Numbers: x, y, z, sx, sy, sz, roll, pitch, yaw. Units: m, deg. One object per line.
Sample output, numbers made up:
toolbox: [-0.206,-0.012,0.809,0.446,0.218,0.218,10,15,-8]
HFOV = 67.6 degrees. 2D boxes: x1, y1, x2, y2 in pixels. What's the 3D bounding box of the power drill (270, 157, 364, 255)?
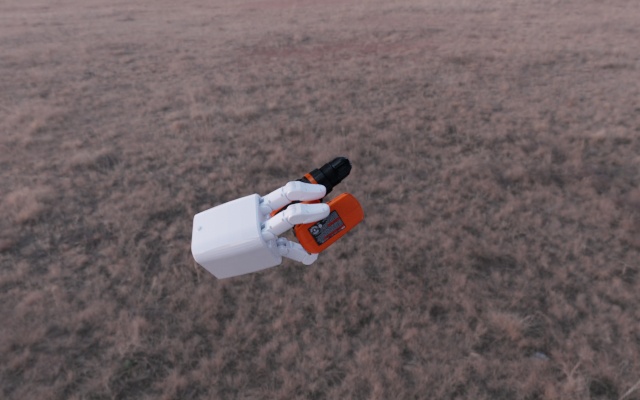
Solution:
power drill: [0.000,0.003,0.782,0.184,0.057,0.187,-38,23,-5]
